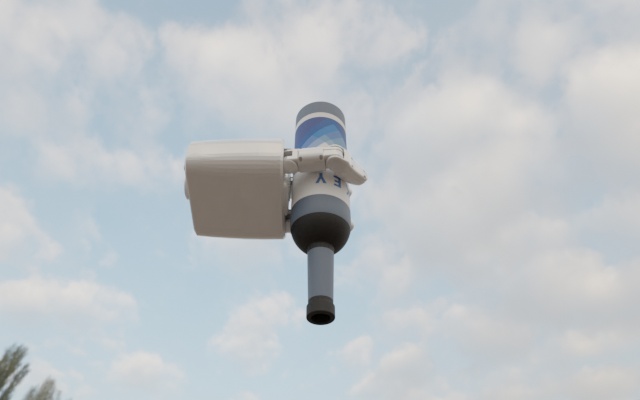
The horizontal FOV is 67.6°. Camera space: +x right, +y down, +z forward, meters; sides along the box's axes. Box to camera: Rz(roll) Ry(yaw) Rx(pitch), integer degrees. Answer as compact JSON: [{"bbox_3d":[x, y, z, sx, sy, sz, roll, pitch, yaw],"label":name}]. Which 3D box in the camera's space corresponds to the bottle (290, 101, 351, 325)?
[{"bbox_3d":[0.000,0.002,0.543,0.069,0.295,0.069,0,-43,0],"label":"bottle"}]
